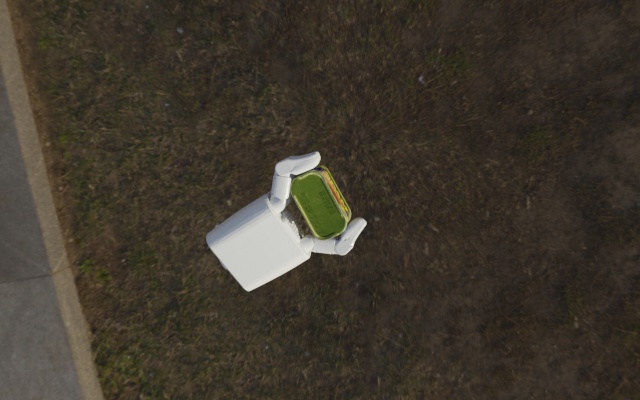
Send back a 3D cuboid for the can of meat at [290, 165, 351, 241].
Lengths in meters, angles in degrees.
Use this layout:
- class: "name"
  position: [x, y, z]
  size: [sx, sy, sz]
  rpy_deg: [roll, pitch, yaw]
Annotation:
- class: "can of meat"
  position: [0.000, 0.002, 0.683]
  size: [0.057, 0.102, 0.084]
  rpy_deg: [-28, 4, 8]
